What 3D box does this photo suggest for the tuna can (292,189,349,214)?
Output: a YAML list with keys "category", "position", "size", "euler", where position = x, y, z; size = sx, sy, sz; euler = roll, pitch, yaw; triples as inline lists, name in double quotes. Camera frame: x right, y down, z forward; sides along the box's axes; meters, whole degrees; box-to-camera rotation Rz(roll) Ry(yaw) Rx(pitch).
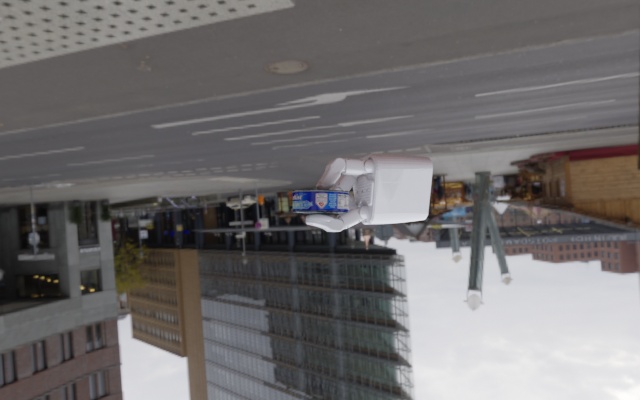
- category: "tuna can"
  position: [0.000, 0.003, 0.720]
  size: [0.086, 0.034, 0.086]
  euler: [1, -3, 0]
